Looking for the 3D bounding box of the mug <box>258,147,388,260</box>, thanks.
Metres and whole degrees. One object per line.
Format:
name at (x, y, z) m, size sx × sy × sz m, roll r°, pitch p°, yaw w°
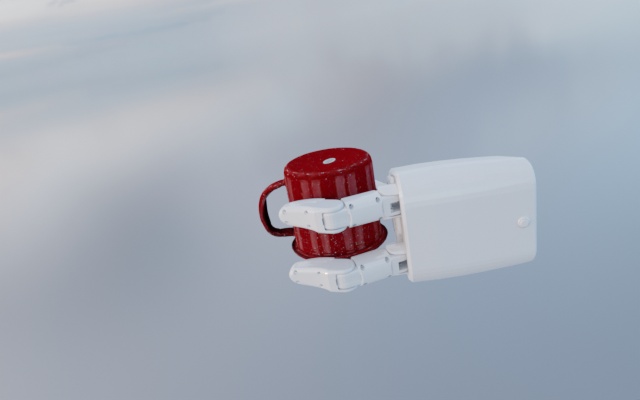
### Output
mug at (-0.001, 0.001, 0.446) m, size 0.117 × 0.081 × 0.093 m, roll -9°, pitch 21°, yaw 4°
